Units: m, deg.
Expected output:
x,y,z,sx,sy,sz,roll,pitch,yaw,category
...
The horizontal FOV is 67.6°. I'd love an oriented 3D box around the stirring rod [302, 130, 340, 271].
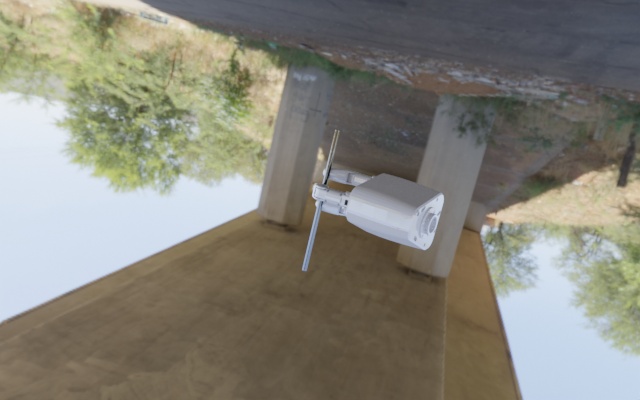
x,y,z,sx,sy,sz,roll,pitch,yaw,category
0.000,0.003,0.788,0.011,0.239,0.011,13,10,-2,stirring rod
